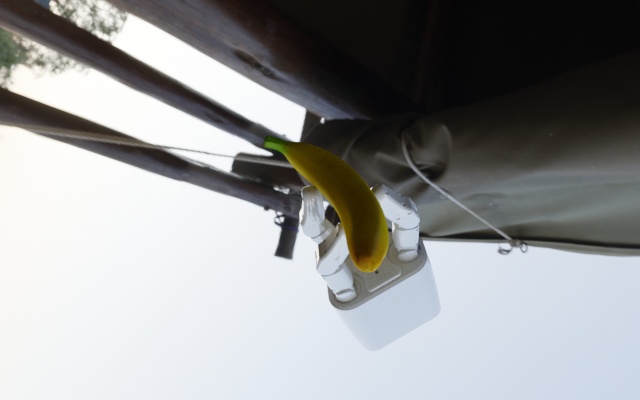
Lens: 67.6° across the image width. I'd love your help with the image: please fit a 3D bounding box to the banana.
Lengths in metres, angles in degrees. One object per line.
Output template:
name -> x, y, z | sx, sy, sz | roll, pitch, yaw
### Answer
banana -> 0.015, -0.003, 0.429 | 0.069, 0.037, 0.197 | -9, 37, -28
